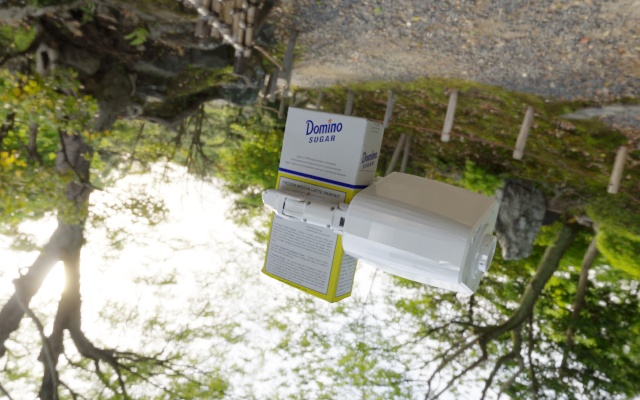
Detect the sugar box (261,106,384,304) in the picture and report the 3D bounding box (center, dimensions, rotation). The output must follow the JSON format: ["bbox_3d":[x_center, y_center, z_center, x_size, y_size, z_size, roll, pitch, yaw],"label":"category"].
[{"bbox_3d":[0.000,0.002,0.476,0.093,0.176,0.048,16,7,31],"label":"sugar box"}]
